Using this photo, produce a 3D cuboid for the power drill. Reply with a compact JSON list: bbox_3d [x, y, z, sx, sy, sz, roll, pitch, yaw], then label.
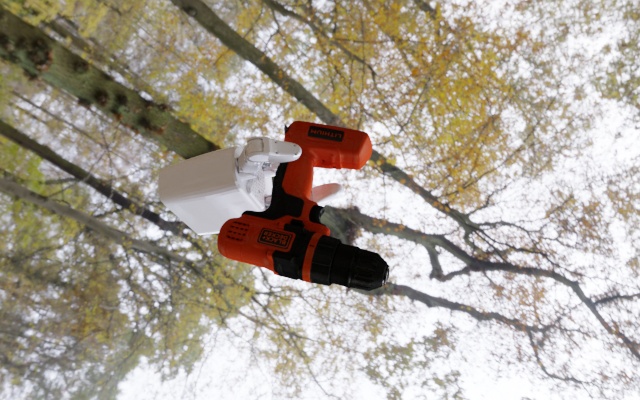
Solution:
[{"bbox_3d":[0.000,0.001,0.530,0.184,0.187,0.057,13,-33,12],"label":"power drill"}]
